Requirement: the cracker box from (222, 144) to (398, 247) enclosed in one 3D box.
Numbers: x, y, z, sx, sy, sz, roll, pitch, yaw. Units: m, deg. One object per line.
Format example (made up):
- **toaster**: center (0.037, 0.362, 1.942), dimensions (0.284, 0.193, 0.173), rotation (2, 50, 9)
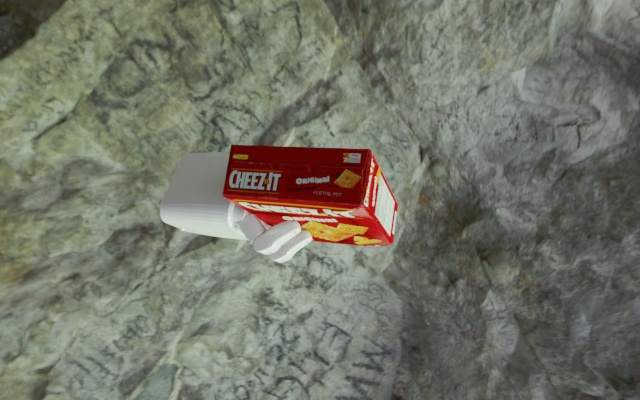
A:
- **cracker box**: center (0.000, 0.002, 0.602), dimensions (0.164, 0.072, 0.214), rotation (3, -15, 18)
